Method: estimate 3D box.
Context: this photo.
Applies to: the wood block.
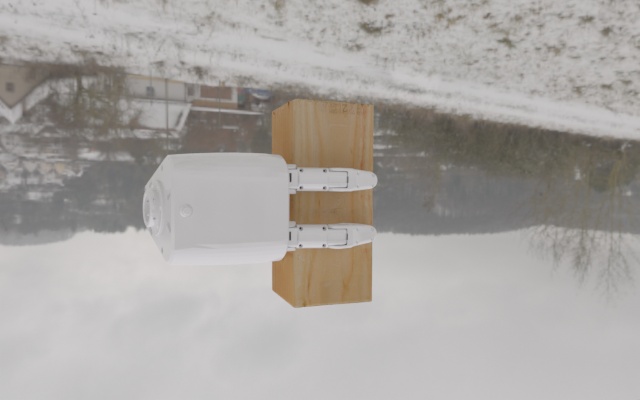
[{"bbox_3d":[0.000,0.002,0.524,0.090,0.206,0.091,0,2,-21],"label":"wood block"}]
